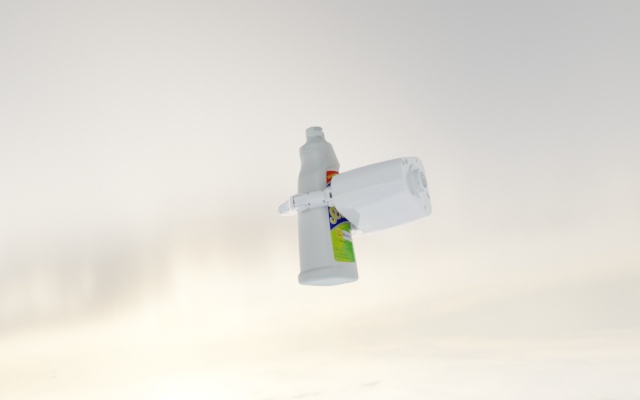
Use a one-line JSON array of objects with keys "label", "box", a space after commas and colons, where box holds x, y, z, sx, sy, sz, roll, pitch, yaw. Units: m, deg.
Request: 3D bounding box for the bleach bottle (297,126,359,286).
[{"label": "bleach bottle", "box": [0.000, 0.002, 0.738, 0.068, 0.250, 0.102, -16, -19, 29]}]
